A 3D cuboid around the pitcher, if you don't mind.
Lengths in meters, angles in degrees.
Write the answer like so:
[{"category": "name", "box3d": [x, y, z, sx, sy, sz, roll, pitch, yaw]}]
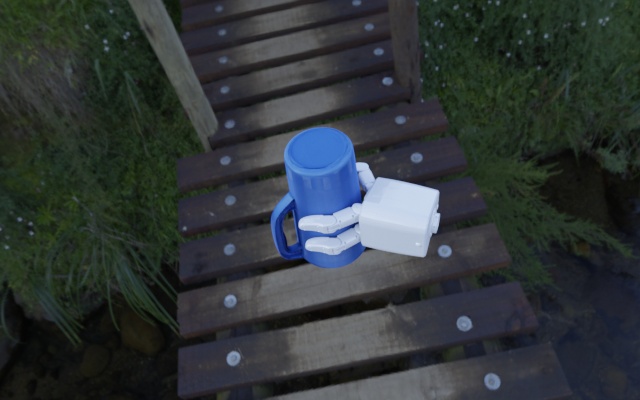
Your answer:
[{"category": "pitcher", "box3d": [0.000, 0.003, 0.812, 0.145, 0.149, 0.243, 11, -38, 18]}]
